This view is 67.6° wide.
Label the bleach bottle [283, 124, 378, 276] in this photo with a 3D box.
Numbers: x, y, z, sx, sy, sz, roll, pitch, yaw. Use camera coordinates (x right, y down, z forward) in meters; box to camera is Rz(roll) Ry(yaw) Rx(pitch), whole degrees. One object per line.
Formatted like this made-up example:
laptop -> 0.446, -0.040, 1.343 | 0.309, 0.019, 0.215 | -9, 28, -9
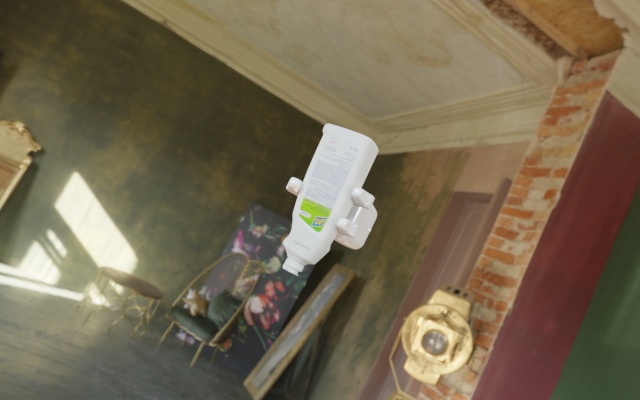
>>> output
bleach bottle -> 0.000, 0.003, 0.797 | 0.102, 0.251, 0.068 | 23, -8, 28
